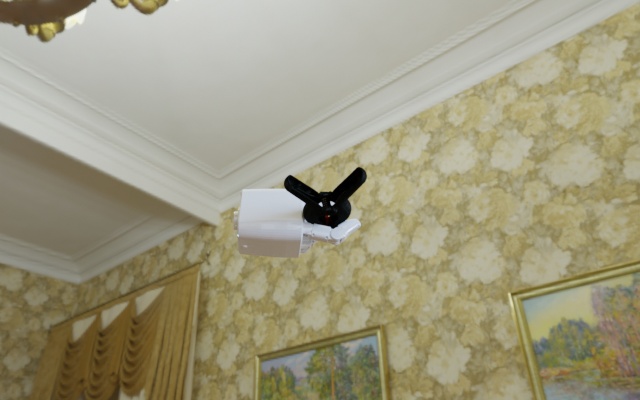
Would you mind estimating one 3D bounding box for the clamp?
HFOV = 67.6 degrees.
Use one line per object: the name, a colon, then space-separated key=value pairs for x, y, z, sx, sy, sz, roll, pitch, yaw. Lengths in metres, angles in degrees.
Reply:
clamp: x=0.000 y=0.002 z=0.750 sx=0.120 sy=0.039 sz=0.172 roll=3 pitch=-33 yaw=-6
